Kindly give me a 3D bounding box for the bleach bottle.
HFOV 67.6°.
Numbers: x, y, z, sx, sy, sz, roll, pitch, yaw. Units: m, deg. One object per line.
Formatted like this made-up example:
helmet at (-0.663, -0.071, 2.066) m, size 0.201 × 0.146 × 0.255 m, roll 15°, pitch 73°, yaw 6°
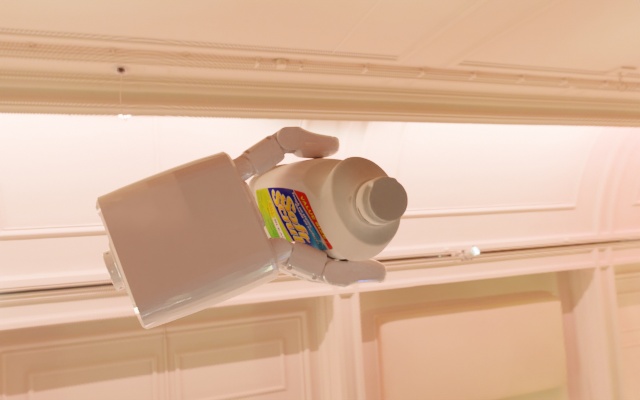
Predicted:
bleach bottle at (0.000, 0.001, 0.421) m, size 0.068 × 0.102 × 0.251 m, roll -21°, pitch 2°, yaw -19°
